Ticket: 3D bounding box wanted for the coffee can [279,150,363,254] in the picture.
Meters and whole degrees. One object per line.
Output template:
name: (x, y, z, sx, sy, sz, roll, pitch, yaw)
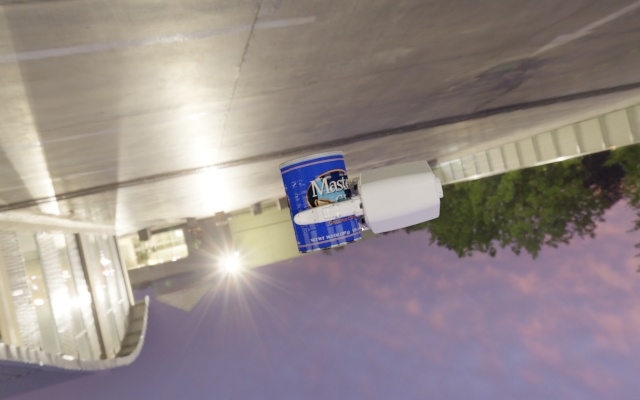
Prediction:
coffee can: (0.000, 0.002, 0.743, 0.103, 0.140, 0.103, -13, -1, 0)
